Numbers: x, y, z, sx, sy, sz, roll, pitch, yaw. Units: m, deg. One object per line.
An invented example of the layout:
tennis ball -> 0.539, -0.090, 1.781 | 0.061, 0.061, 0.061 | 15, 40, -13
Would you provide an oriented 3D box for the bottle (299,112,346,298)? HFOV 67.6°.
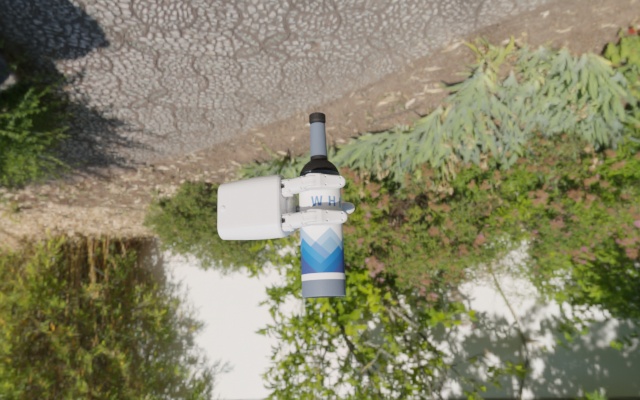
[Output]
bottle -> 0.000, 0.003, 0.755 | 0.069, 0.295, 0.069 | -2, -13, 0
